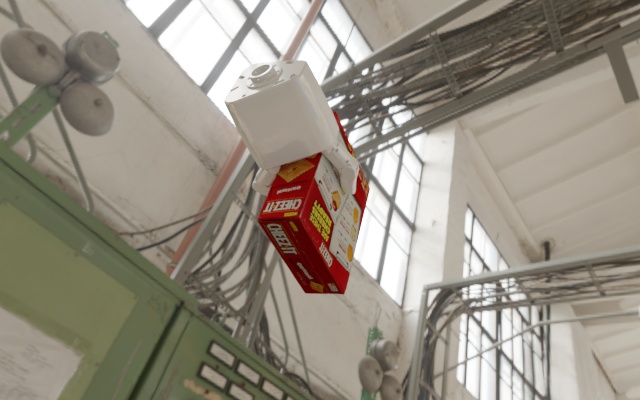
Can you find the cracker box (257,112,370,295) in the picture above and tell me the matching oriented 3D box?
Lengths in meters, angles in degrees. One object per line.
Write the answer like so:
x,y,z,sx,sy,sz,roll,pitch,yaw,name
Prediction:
0.000,0.002,0.693,0.072,0.213,0.164,-6,-47,26,cracker box
